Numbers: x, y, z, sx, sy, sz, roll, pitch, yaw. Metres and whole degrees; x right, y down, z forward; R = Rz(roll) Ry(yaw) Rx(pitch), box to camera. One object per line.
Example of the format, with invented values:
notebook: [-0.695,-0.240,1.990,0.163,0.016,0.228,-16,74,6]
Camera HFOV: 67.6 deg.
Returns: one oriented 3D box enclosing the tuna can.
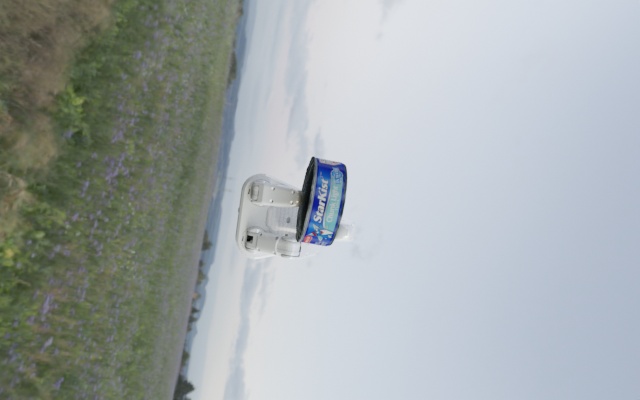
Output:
tuna can: [0.001,0.002,0.472,0.034,0.086,0.086,10,-2,-8]
